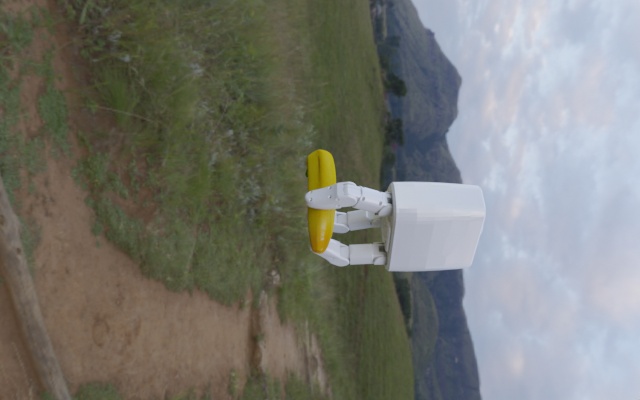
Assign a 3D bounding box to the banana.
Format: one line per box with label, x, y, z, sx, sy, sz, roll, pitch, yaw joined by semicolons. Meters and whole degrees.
banana;0.001;-0.016;0.612;0.037;0.070;0.197;1;31;-3
